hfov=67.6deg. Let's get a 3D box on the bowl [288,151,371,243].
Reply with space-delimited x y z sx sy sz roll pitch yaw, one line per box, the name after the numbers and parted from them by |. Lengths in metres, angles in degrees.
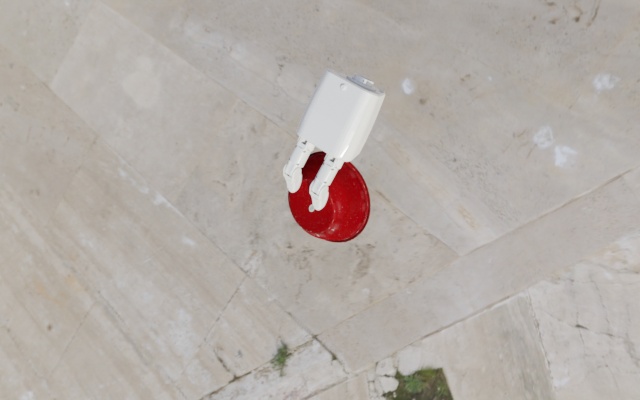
0.000 0.004 0.790 0.162 0.162 0.055 0 17 37 | bowl
